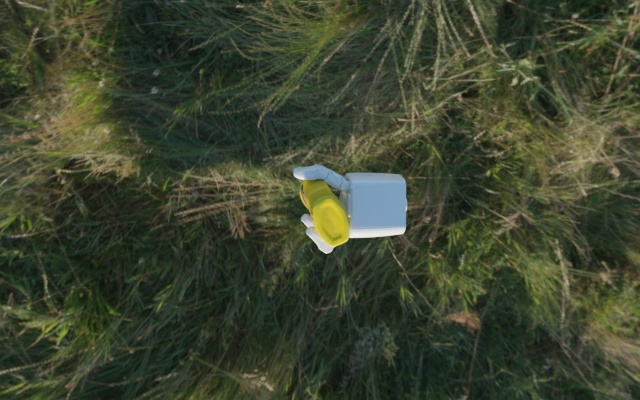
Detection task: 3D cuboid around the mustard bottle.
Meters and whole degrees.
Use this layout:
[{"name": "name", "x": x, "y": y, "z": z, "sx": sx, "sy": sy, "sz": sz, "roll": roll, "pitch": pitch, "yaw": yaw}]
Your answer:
[{"name": "mustard bottle", "x": 0.000, "y": 0.003, "z": 0.867, "sx": 0.058, "sy": 0.096, "sz": 0.191, "roll": -24, "pitch": 23, "yaw": -2}]
